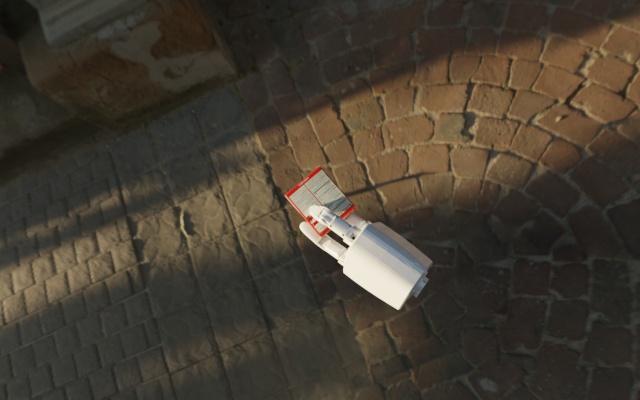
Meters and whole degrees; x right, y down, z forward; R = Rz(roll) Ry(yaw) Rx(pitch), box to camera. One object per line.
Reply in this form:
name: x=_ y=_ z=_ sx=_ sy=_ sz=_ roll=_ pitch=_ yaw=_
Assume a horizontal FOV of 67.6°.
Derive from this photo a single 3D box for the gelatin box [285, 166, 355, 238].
gelatin box: x=0.000 y=0.002 z=0.758 sx=0.073 sy=0.089 sz=0.030 roll=-41 pitch=-12 yaw=-2
